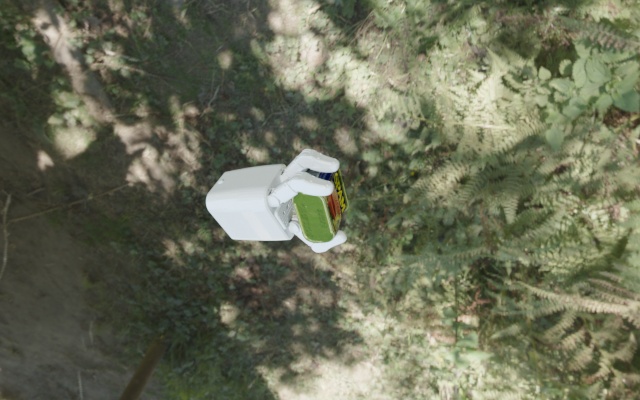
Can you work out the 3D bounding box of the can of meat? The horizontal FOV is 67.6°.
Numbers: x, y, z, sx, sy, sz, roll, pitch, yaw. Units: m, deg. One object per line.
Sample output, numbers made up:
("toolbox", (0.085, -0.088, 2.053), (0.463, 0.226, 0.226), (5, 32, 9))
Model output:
("can of meat", (0.000, 0.003, 0.728), (0.057, 0.102, 0.084), (-2, 36, 20))
